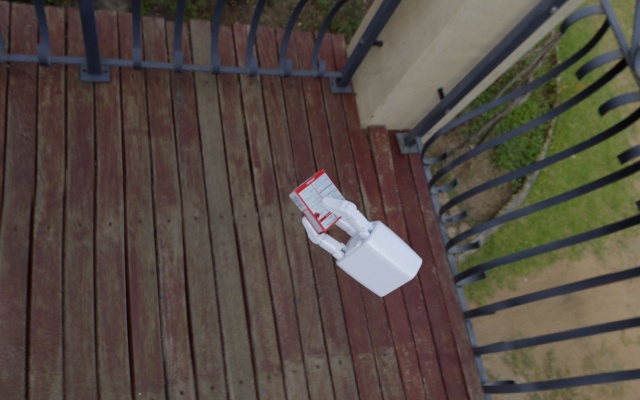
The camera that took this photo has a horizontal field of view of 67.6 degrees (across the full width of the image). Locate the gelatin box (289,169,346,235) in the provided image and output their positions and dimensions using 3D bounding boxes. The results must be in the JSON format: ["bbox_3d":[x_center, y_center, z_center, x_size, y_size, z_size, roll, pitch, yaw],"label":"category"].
[{"bbox_3d":[0.000,0.002,0.828,0.073,0.089,0.030,-40,6,-31],"label":"gelatin box"}]
